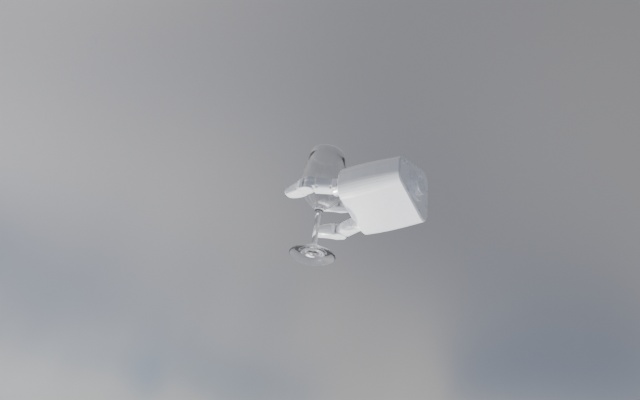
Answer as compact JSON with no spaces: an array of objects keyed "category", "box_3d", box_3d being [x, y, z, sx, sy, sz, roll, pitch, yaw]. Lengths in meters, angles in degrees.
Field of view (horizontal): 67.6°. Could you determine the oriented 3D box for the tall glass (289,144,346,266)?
[{"category":"tall glass","box_3d":[0.000,0.003,0.801,0.079,0.201,0.079,6,-31,4]}]
